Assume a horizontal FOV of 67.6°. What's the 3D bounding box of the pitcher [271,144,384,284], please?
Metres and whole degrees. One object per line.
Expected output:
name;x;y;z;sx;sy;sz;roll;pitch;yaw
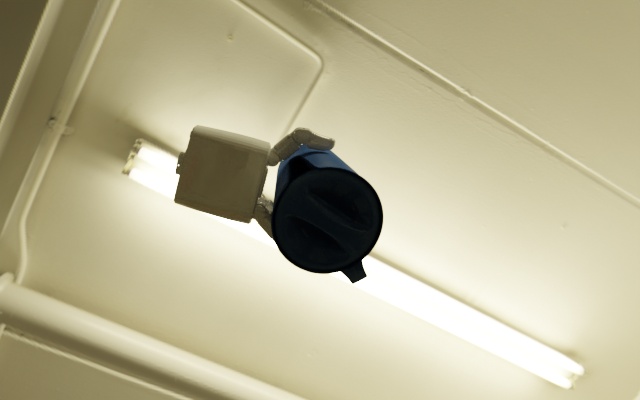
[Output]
pitcher;0.000;0.002;0.668;0.145;0.149;0.242;14;15;-10
